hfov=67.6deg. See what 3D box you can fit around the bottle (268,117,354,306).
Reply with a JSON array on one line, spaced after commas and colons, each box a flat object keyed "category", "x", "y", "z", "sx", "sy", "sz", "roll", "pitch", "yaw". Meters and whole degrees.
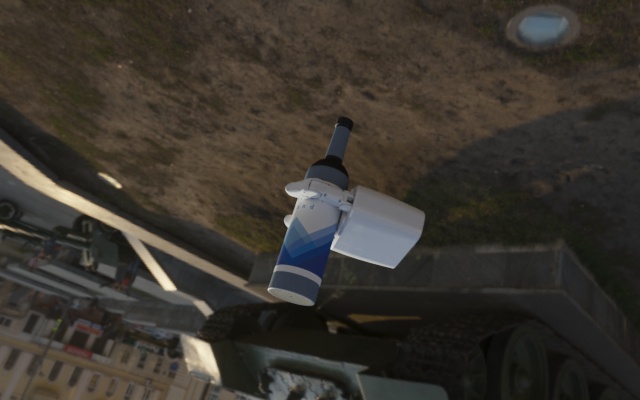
[{"category": "bottle", "x": 0.000, "y": 0.002, "z": 0.703, "sx": 0.069, "sy": 0.295, "sz": 0.069, "roll": 14, "pitch": -24, "yaw": 7}]
